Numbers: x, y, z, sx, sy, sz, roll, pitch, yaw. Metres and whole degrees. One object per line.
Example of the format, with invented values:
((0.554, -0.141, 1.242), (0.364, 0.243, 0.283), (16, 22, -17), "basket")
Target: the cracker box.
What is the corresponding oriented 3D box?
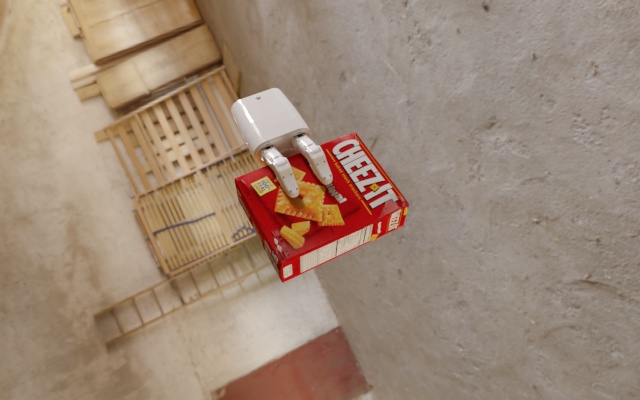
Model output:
((0.000, 0.003, 0.729), (0.213, 0.164, 0.072), (-23, -29, -16), "cracker box")
